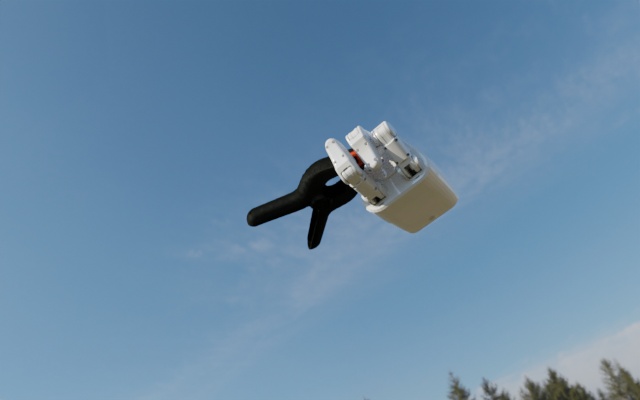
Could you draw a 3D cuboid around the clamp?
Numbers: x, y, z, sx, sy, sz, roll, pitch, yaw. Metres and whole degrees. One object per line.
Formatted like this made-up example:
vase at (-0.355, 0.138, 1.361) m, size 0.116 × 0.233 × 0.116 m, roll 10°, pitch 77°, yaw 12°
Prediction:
clamp at (0.000, 0.001, 0.630) m, size 0.171 × 0.039 × 0.120 m, roll -36°, pitch -41°, yaw 21°
